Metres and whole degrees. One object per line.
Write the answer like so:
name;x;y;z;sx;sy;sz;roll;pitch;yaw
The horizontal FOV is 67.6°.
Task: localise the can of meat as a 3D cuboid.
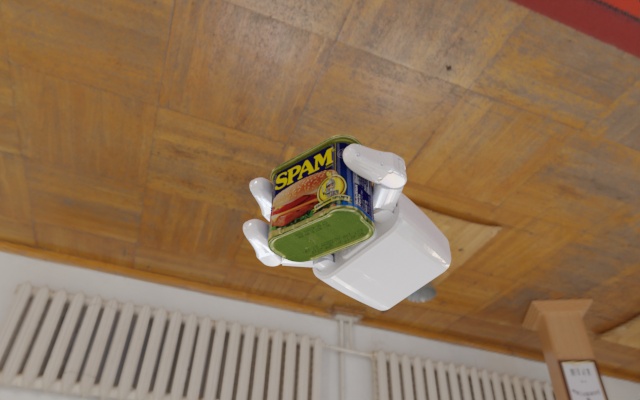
can of meat;0.000;0.002;0.438;0.102;0.083;0.057;-25;-45;29
